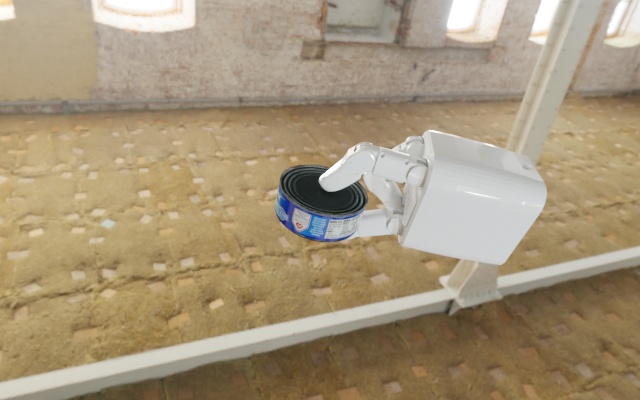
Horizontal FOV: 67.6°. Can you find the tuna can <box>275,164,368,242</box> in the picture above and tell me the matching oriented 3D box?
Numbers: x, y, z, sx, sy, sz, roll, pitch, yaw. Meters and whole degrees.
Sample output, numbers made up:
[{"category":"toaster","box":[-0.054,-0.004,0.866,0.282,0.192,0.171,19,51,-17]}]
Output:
[{"category":"tuna can","box":[0.000,0.002,0.458,0.086,0.034,0.086,11,33,-7]}]
